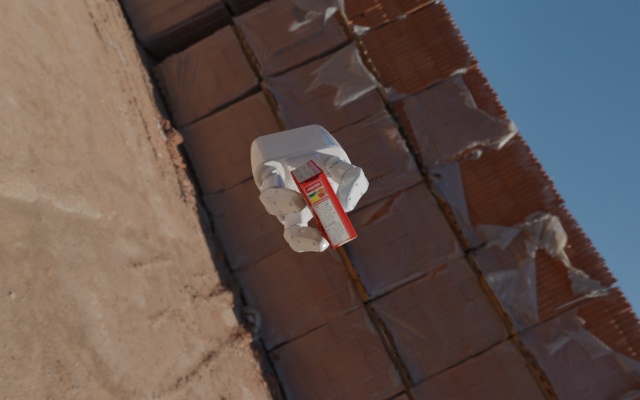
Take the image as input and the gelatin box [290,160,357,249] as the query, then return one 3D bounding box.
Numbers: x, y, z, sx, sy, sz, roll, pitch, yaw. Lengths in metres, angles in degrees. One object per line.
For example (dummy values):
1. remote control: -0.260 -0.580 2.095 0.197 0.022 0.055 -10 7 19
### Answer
1. gelatin box: 0.001 0.001 0.488 0.030 0.073 0.089 -28 15 -3
